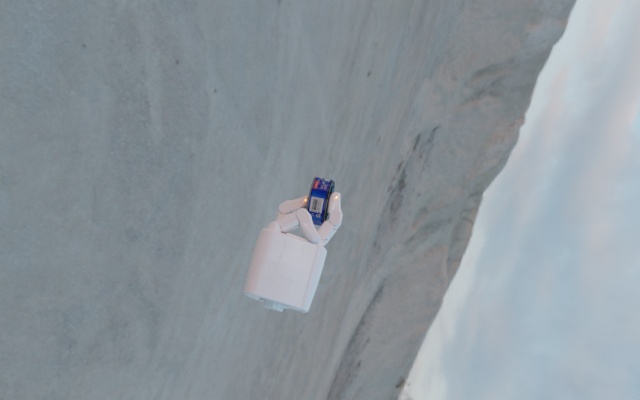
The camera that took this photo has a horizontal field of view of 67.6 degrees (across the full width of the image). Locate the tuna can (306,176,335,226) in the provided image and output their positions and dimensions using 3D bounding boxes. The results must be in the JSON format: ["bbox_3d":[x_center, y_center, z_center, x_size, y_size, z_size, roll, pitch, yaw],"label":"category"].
[{"bbox_3d":[0.001,0.003,0.836,0.034,0.086,0.086,11,1,8],"label":"tuna can"}]
